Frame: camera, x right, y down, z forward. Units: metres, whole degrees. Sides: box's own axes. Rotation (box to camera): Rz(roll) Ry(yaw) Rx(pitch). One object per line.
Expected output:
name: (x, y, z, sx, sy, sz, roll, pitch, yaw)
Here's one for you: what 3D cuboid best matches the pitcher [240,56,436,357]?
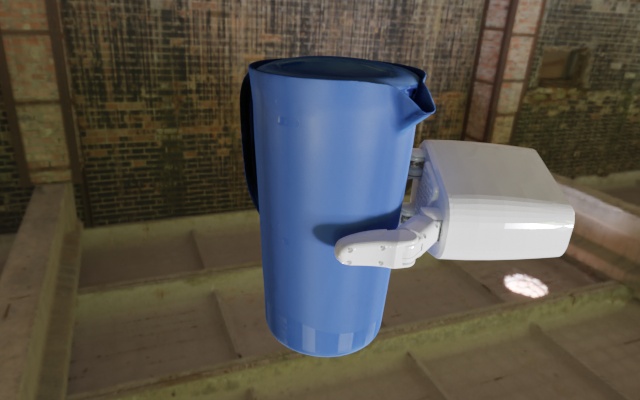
pitcher: (0.000, 0.001, 0.411, 0.145, 0.243, 0.149, 1, 23, -5)
